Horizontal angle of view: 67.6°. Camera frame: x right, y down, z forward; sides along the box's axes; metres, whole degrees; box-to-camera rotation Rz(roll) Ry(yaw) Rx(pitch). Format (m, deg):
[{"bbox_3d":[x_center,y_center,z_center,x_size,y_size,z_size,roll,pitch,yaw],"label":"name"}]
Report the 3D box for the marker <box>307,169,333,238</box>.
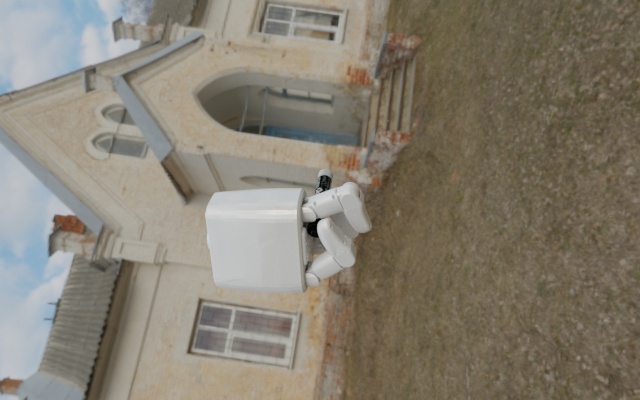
[{"bbox_3d":[0.000,0.002,0.561,0.020,0.020,0.121,0,35,8],"label":"marker"}]
